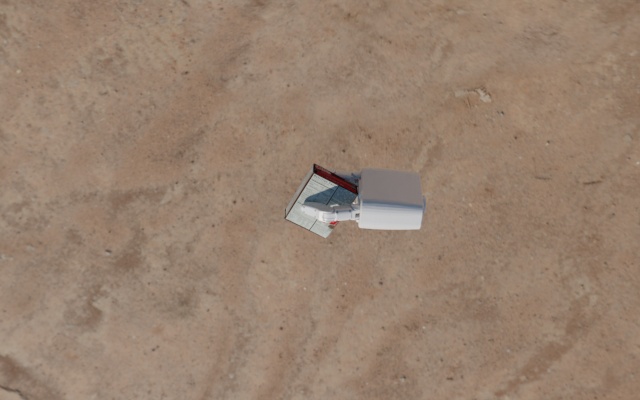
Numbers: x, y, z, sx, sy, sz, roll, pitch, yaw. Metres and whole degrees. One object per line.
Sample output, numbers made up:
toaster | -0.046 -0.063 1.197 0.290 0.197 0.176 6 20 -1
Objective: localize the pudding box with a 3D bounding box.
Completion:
pudding box | 0.000 0.003 0.839 0.090 0.113 0.039 27 26 -13
